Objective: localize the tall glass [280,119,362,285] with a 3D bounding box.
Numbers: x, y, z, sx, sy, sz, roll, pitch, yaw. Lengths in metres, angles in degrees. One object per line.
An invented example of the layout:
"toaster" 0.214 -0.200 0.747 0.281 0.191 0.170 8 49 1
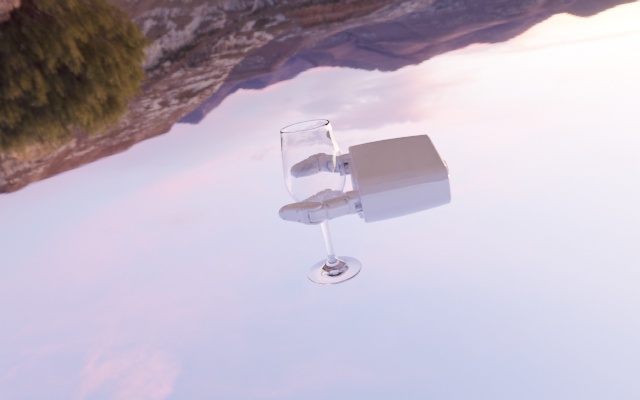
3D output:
"tall glass" 0.000 0.003 0.608 0.079 0.201 0.079 -11 19 4
